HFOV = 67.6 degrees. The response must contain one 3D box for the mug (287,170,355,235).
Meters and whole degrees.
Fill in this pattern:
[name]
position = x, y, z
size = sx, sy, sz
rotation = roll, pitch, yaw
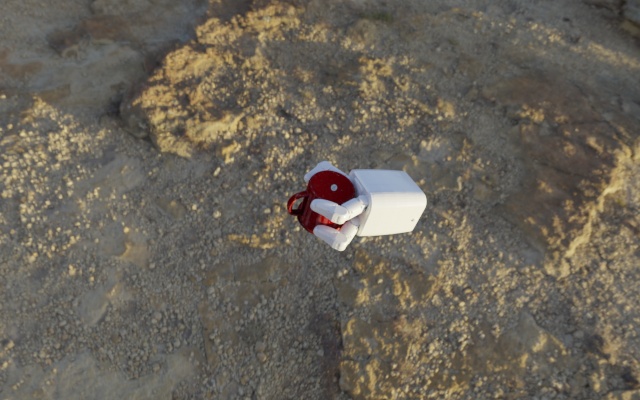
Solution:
[mug]
position = -0.001, 0.003, 0.819
size = 0.117, 0.093, 0.082
rotation = -1, -41, -18
